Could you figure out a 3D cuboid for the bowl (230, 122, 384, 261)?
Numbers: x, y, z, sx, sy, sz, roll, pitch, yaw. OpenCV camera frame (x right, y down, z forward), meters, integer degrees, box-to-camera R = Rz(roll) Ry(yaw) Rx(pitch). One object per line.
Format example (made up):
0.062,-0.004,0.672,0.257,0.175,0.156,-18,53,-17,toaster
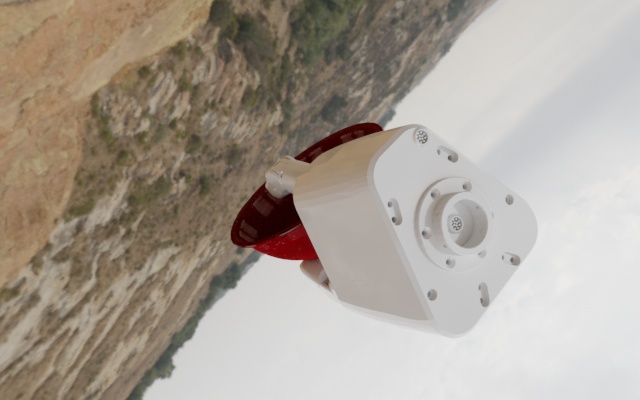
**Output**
0.000,0.001,0.424,0.162,0.055,0.162,-32,22,14,bowl
